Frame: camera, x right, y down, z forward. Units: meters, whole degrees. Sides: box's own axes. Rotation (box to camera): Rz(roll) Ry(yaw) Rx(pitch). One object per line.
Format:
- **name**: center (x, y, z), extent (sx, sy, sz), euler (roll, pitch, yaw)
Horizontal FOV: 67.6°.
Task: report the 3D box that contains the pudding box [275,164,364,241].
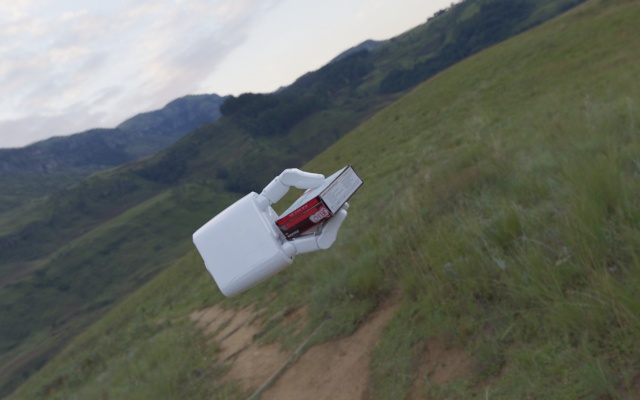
- **pudding box**: center (0.000, 0.002, 0.666), extent (0.090, 0.039, 0.113), euler (-30, 11, 36)
